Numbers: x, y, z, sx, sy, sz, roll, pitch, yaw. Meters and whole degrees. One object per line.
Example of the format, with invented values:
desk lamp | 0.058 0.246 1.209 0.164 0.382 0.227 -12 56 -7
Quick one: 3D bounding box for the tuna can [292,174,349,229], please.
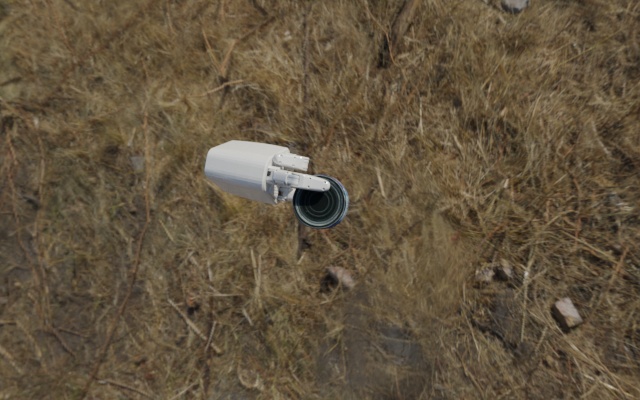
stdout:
tuna can | 0.000 0.002 0.743 0.086 0.086 0.034 0 -2 10
